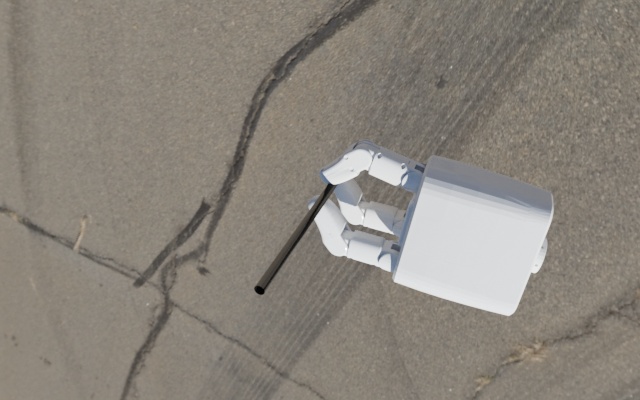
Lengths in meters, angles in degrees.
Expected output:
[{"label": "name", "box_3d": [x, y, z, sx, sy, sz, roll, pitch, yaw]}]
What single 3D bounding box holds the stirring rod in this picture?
[{"label": "stirring rod", "box_3d": [0.000, 0.001, 0.420, 0.011, 0.011, 0.239, 0, 30, 24]}]
